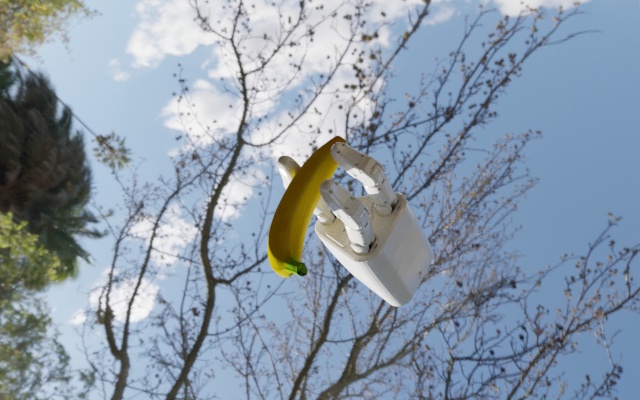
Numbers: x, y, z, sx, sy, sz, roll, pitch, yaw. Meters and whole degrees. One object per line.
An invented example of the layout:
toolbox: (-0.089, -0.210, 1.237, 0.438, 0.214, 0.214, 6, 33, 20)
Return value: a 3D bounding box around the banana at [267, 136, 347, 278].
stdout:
banana: (-0.016, 0.009, 0.496, 0.069, 0.197, 0.037, -17, -52, 30)
